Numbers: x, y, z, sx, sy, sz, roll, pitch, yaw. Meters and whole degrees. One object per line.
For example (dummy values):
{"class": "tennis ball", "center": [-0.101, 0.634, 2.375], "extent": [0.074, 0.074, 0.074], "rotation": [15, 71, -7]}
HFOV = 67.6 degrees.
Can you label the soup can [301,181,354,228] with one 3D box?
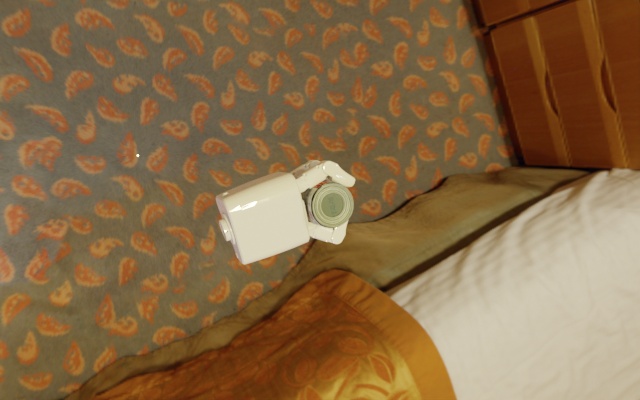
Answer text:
{"class": "soup can", "center": [0.001, 0.002, 0.728], "extent": [0.068, 0.068, 0.102], "rotation": [0, 5, -21]}
